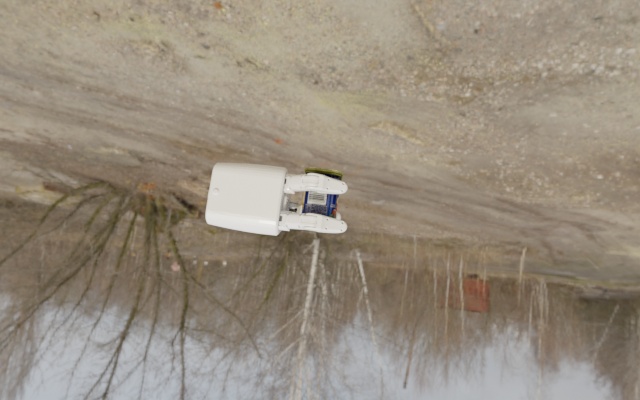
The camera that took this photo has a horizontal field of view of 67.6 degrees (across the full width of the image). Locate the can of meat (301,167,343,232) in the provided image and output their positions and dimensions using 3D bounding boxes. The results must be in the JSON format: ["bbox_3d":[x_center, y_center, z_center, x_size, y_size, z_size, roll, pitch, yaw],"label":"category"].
[{"bbox_3d":[0.000,0.003,0.724,0.057,0.084,0.102,7,-8,1],"label":"can of meat"}]
